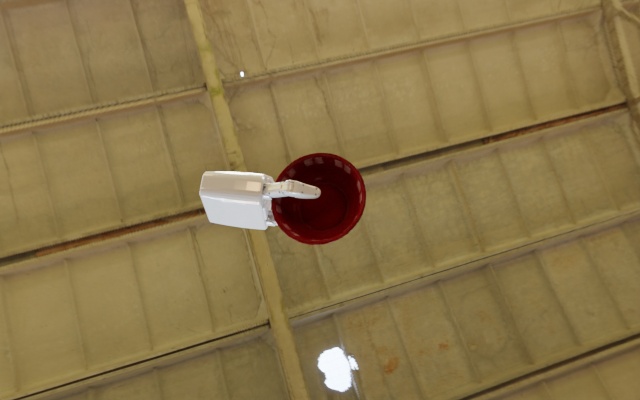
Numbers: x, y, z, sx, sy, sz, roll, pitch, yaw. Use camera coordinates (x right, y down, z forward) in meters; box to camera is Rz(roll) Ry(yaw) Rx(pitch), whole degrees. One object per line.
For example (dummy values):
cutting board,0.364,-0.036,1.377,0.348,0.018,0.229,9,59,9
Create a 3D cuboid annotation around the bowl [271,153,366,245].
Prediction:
bowl,0.001,0.003,0.814,0.162,0.162,0.055,0,-18,12
